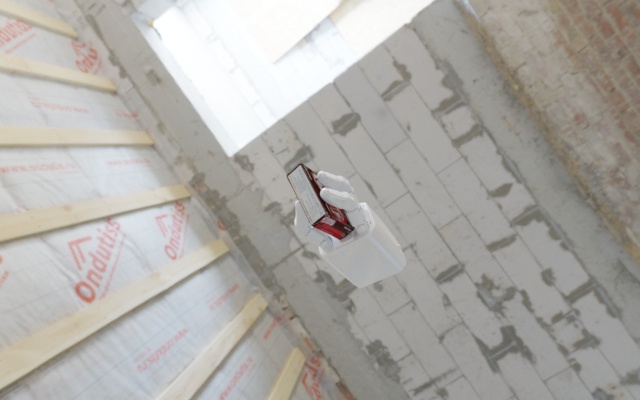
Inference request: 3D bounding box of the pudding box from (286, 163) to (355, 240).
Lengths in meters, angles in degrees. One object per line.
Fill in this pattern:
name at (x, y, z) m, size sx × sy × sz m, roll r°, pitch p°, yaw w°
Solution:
pudding box at (0.000, 0.003, 0.777) m, size 0.039 × 0.113 × 0.090 m, roll -39°, pitch -34°, yaw 13°
